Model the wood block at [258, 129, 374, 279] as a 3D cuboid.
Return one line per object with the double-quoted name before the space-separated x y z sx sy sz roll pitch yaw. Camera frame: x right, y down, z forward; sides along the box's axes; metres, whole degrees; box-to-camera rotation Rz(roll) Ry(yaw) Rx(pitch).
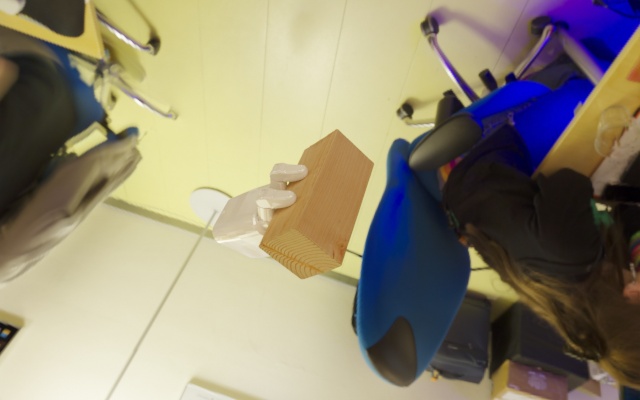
"wood block" 0.000 0.003 0.721 0.091 0.206 0.090 41 -43 -22
